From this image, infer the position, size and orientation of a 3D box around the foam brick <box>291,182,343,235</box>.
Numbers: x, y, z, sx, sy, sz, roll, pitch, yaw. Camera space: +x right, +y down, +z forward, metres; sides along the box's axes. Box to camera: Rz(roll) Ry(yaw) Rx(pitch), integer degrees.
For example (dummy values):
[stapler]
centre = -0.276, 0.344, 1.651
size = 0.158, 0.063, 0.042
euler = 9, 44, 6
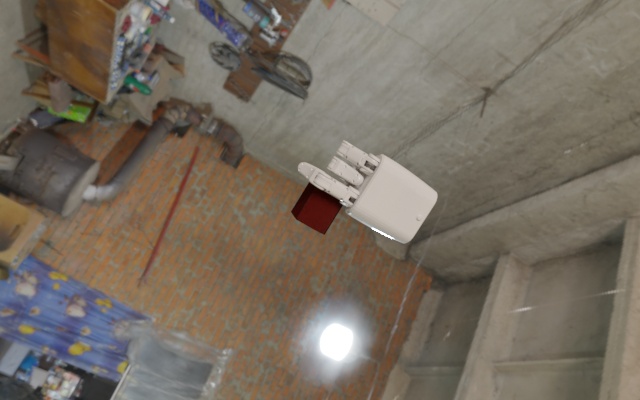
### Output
[foam brick]
centre = 0.000, 0.003, 0.713
size = 0.051, 0.078, 0.053
euler = 30, 6, -16
